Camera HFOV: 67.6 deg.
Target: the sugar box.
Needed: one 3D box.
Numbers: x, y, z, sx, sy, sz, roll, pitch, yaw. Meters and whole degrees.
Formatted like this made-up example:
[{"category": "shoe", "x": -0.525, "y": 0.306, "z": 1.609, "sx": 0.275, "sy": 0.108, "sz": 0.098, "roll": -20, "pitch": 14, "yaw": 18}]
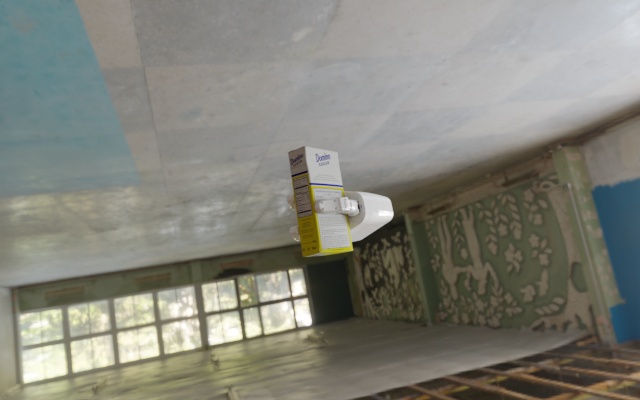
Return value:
[{"category": "sugar box", "x": 0.000, "y": 0.003, "z": 0.801, "sx": 0.048, "sy": 0.176, "sz": 0.093, "roll": -18, "pitch": -13, "yaw": 36}]
